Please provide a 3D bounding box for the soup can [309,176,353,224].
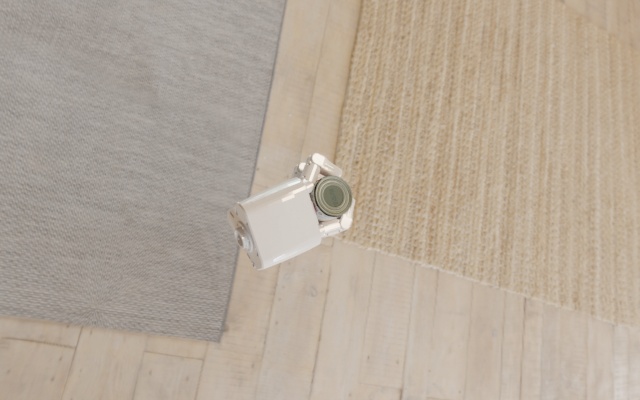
[{"bbox_3d":[0.001,0.002,0.780,0.068,0.068,0.102,0,-12,-25],"label":"soup can"}]
